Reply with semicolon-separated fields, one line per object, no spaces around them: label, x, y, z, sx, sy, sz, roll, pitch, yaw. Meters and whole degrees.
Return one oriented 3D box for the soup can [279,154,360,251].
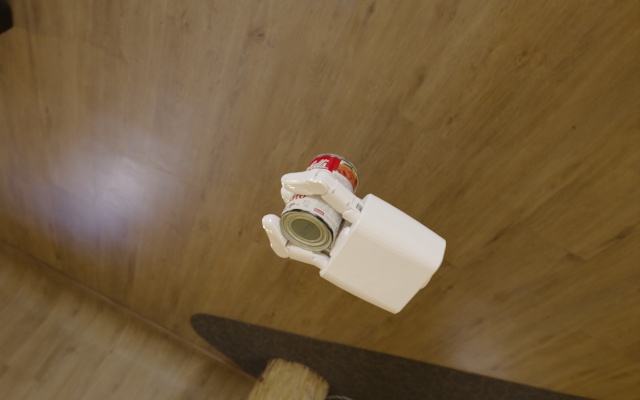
soup can;0.000;0.002;0.571;0.068;0.068;0.102;0;43;28
